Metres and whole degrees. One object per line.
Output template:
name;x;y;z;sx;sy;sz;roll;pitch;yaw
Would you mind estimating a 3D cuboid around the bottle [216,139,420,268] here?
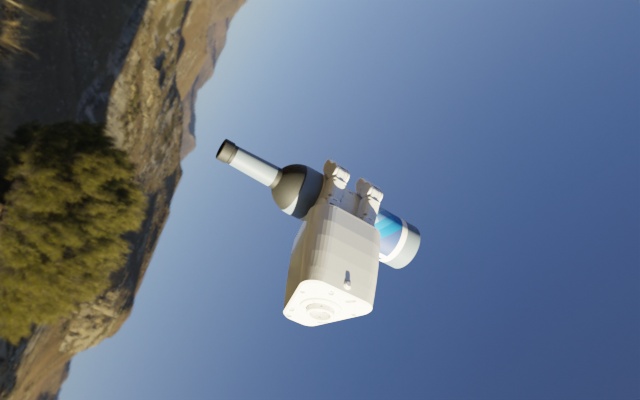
bottle;0.000;0.002;0.630;0.296;0.069;0.069;28;-11;-22
